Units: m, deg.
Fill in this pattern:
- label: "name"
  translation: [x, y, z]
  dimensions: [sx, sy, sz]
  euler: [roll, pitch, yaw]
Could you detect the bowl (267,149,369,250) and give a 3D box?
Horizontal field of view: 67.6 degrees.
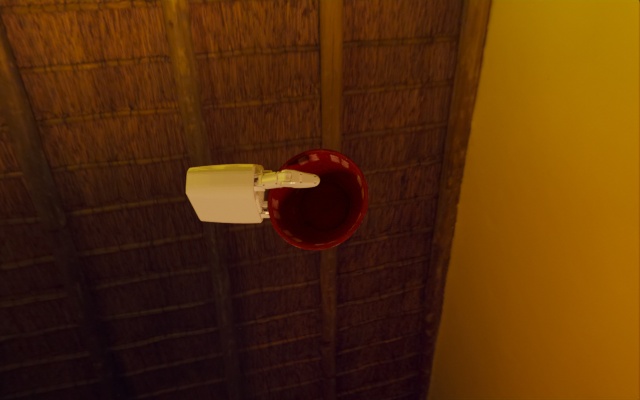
- label: "bowl"
  translation: [0.001, 0.003, 0.758]
  dimensions: [0.162, 0.162, 0.055]
  euler: [0, -14, 14]
